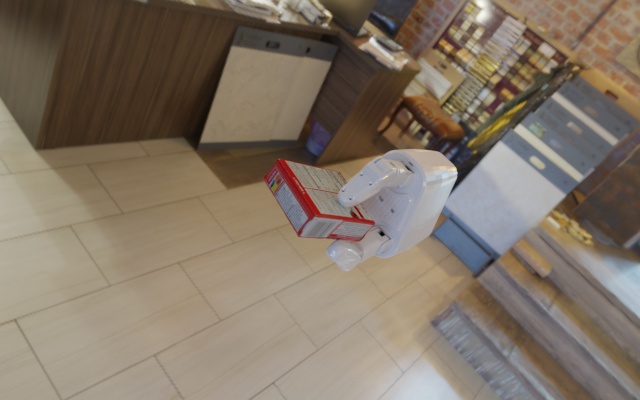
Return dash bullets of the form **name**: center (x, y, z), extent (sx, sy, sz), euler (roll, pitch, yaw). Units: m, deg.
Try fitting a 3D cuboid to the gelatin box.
- **gelatin box**: center (0.000, 0.001, 0.445), extent (0.089, 0.073, 0.030), euler (9, -52, -48)
